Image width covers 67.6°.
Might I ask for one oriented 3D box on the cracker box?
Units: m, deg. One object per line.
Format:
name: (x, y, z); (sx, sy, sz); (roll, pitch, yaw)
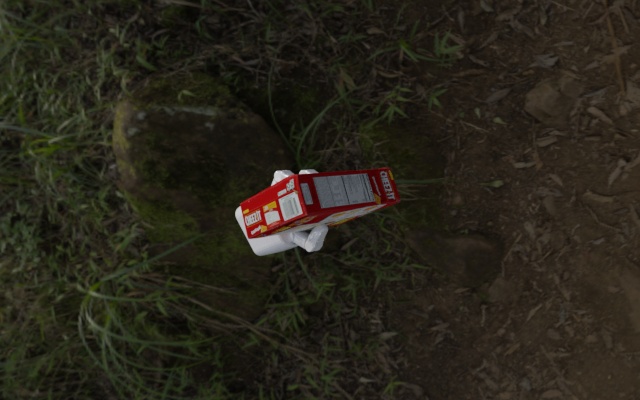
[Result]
cracker box: (0.000, 0.003, 0.802); (0.213, 0.072, 0.164); (-7, -11, -42)
